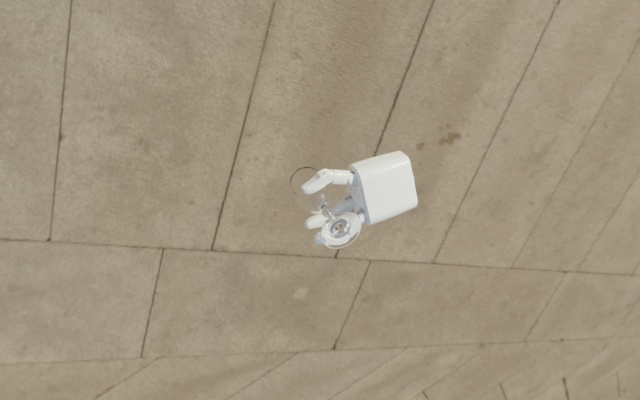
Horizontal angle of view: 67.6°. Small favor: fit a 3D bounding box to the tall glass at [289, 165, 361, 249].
[{"bbox_3d":[0.000,0.003,0.882,0.079,0.079,0.201,0,28,-24],"label":"tall glass"}]
